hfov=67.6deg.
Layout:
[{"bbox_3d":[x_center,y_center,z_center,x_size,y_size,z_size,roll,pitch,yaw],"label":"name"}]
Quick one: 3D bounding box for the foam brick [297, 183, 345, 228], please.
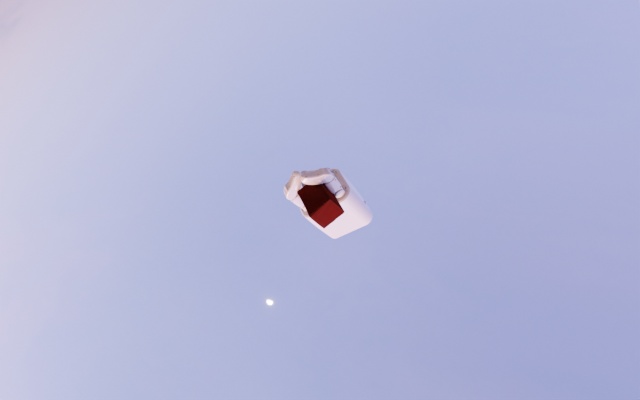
[{"bbox_3d":[0.000,0.003,0.897,0.051,0.053,0.078,43,13,-42],"label":"foam brick"}]
